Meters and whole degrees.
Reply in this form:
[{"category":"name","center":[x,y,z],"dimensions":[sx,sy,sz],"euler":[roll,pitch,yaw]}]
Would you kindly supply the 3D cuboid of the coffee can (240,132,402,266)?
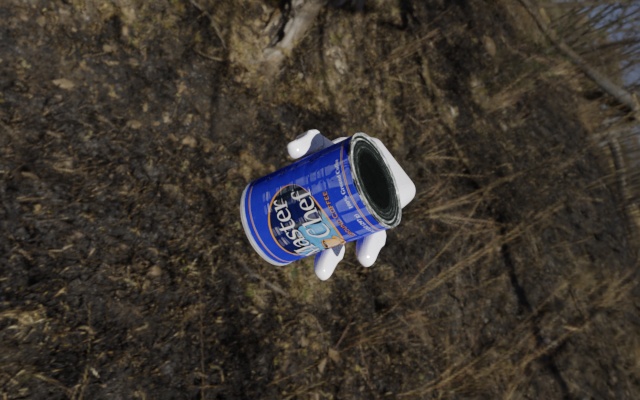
[{"category":"coffee can","center":[0.000,0.002,0.509],"dimensions":[0.140,0.103,0.103],"euler":[-22,-11,28]}]
